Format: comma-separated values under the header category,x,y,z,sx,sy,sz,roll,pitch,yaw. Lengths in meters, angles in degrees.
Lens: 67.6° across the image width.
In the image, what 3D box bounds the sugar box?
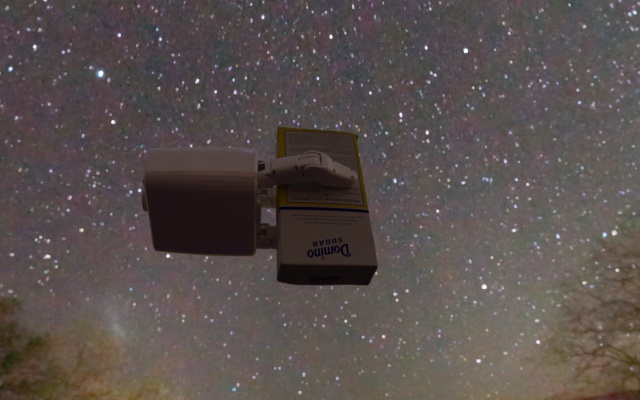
category,x,y,z,sx,sy,sz,roll,pitch,yaw
sugar box,0.000,0.002,0.496,0.093,0.176,0.048,3,-36,-9
